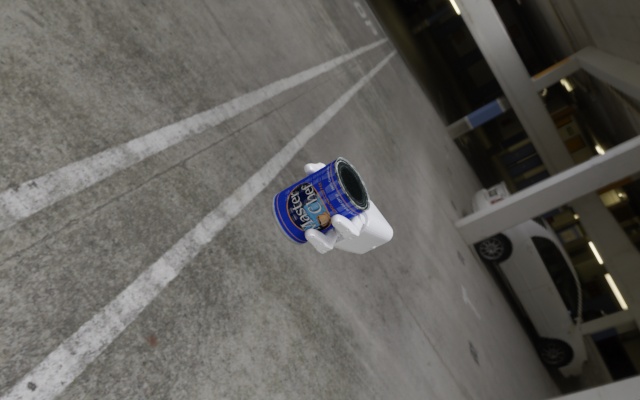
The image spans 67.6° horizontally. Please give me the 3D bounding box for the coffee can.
[{"bbox_3d":[0.000,0.003,0.829,0.140,0.102,0.103,-29,-13,24],"label":"coffee can"}]
